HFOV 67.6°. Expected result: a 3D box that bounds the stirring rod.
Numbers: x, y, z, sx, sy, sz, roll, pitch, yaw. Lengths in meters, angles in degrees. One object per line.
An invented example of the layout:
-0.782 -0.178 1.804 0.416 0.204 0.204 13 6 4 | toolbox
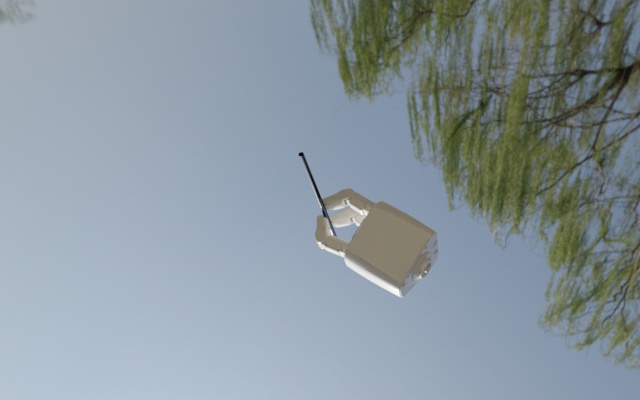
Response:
0.000 0.003 0.773 0.011 0.011 0.240 0 -35 16 | stirring rod
